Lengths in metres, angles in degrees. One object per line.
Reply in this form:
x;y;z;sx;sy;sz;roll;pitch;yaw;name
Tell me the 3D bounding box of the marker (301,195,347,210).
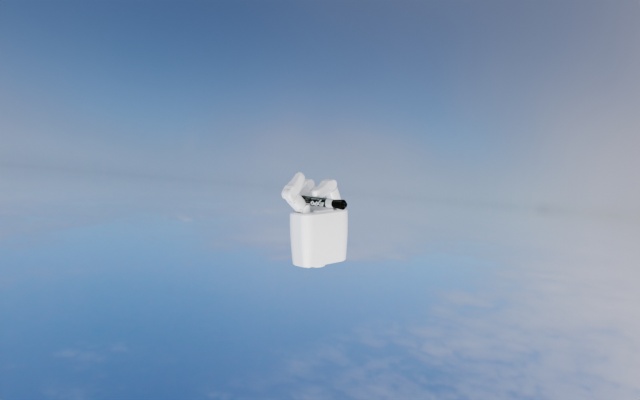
0.000;0.003;0.891;0.121;0.020;0.020;7;4;41;marker
